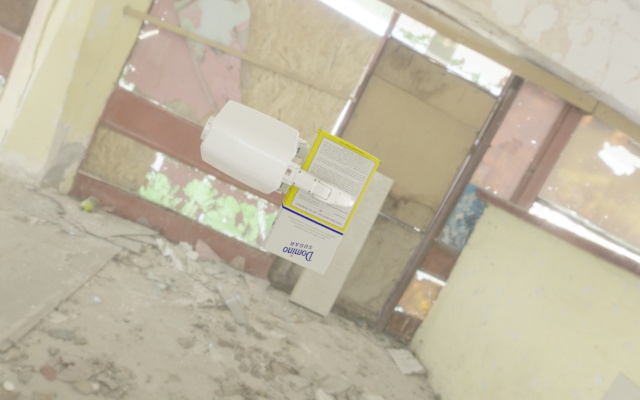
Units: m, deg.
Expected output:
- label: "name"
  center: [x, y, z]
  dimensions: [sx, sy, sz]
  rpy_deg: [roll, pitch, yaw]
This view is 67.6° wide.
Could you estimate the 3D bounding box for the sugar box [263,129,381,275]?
- label: "sugar box"
  center: [0.000, 0.002, 0.648]
  dimensions: [0.093, 0.176, 0.048]
  rpy_deg: [26, 9, -10]
